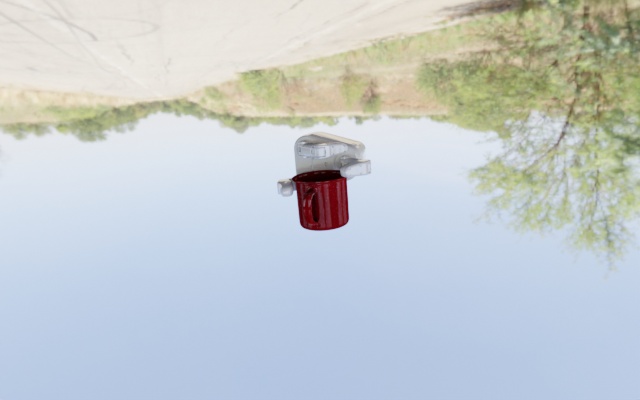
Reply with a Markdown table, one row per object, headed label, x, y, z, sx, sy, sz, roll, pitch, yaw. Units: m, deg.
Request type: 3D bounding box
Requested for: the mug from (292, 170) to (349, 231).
| label | x | y | z | sx | sy | sz | roll | pitch | yaw |
| --- | --- | --- | --- | --- | --- | --- | --- | --- | --- |
| mug | 0.000 | 0.003 | 0.756 | 0.093 | 0.081 | 0.117 | 0 | 15 | 18 |
